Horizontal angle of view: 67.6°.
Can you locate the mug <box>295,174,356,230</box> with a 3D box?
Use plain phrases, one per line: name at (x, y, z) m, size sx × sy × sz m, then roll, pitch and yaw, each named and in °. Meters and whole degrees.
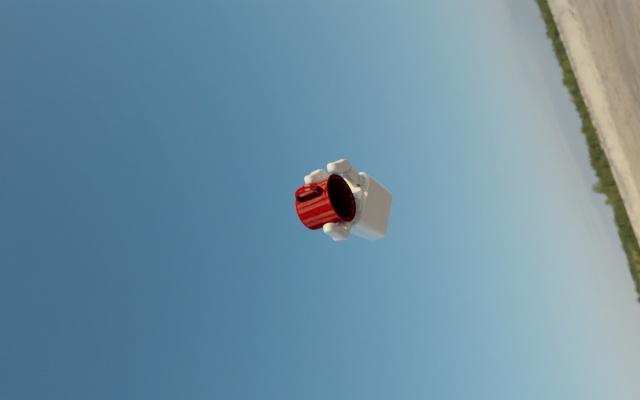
mug at (-0.001, 0.003, 0.881) m, size 0.081 × 0.093 × 0.117 m, roll -21°, pitch -32°, yaw 32°
